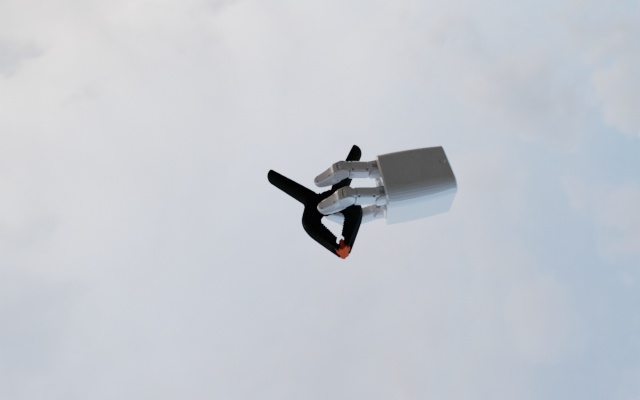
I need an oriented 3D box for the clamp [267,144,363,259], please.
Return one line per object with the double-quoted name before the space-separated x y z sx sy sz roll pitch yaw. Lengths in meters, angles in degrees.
"clamp" 0.001 0.003 0.754 0.164 0.209 0.036 -12 -40 4
